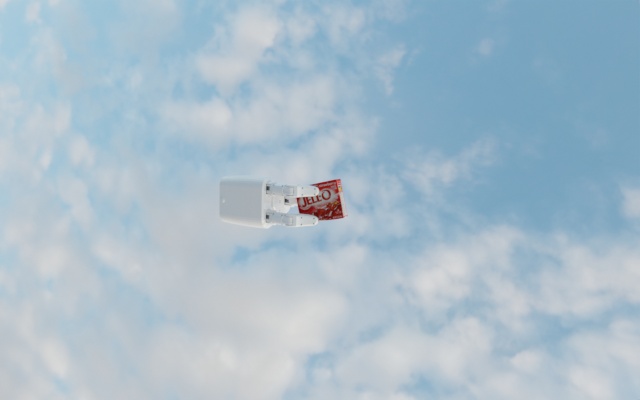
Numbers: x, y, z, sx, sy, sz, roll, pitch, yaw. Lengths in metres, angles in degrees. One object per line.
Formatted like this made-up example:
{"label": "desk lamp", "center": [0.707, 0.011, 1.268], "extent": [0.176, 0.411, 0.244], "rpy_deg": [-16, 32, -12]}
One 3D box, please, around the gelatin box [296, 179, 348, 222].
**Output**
{"label": "gelatin box", "center": [0.001, 0.003, 0.895], "extent": [0.089, 0.073, 0.030], "rpy_deg": [-10, 1, 21]}
